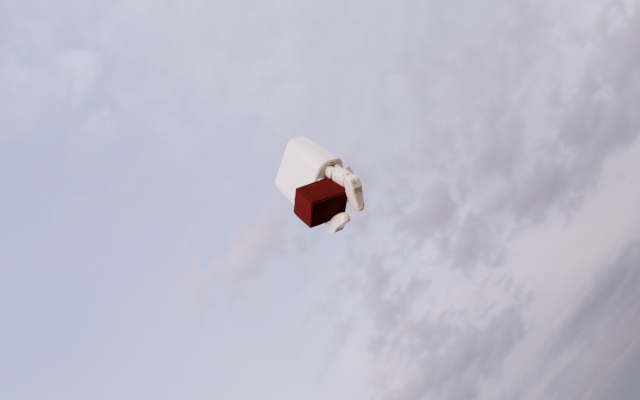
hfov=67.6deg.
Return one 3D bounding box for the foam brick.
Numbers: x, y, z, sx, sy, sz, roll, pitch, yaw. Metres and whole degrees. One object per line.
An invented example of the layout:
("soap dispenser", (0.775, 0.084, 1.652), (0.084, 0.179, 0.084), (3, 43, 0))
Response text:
("foam brick", (0.000, 0.003, 0.806), (0.078, 0.053, 0.051), (-19, 43, -33))
